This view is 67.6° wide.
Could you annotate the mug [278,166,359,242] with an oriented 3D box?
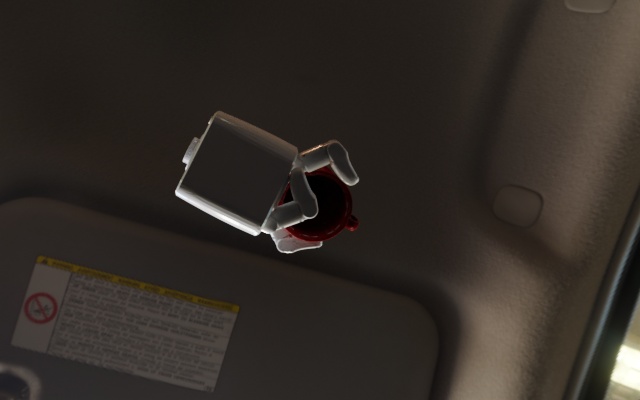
[{"bbox_3d":[0.001,0.003,0.628,0.117,0.093,0.081,28,12,-13],"label":"mug"}]
